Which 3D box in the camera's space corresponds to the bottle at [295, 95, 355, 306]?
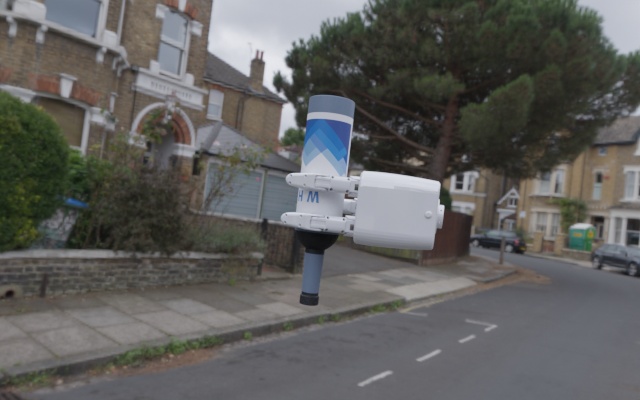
[{"bbox_3d":[0.000,0.002,0.687,0.069,0.295,0.069,7,-1,0],"label":"bottle"}]
